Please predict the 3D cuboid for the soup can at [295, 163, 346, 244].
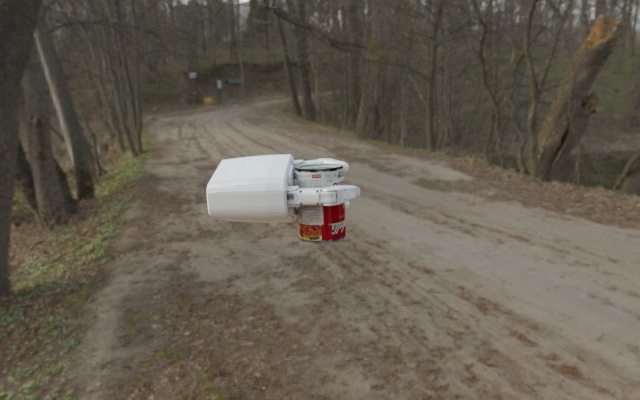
[{"bbox_3d":[0.001,0.002,0.668,0.068,0.102,0.068,-2,11,0],"label":"soup can"}]
